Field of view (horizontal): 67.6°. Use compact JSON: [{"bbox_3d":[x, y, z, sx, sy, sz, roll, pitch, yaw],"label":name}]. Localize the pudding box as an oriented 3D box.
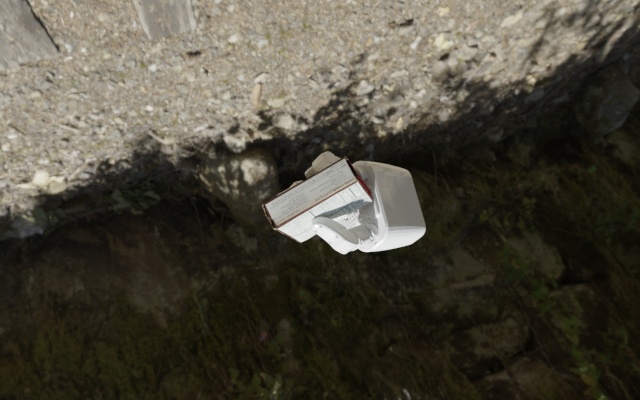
[{"bbox_3d":[0.000,0.002,0.567,0.113,0.039,0.090,-31,-22,6],"label":"pudding box"}]
